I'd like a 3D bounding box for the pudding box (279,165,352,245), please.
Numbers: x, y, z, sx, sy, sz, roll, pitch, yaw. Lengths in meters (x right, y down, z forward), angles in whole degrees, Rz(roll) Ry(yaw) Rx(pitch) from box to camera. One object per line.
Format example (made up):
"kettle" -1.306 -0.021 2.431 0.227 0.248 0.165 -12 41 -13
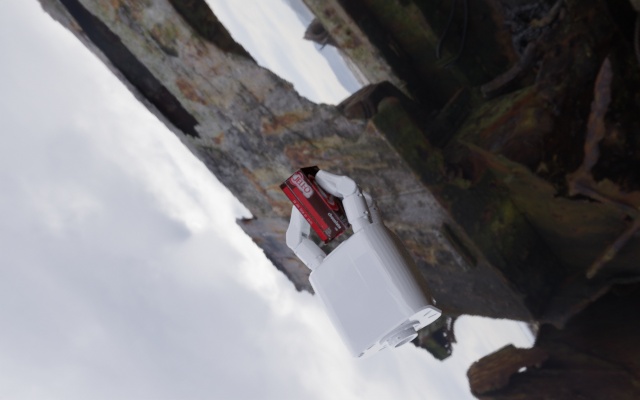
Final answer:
"pudding box" 0.000 0.002 0.598 0.039 0.090 0.113 -38 -1 9
